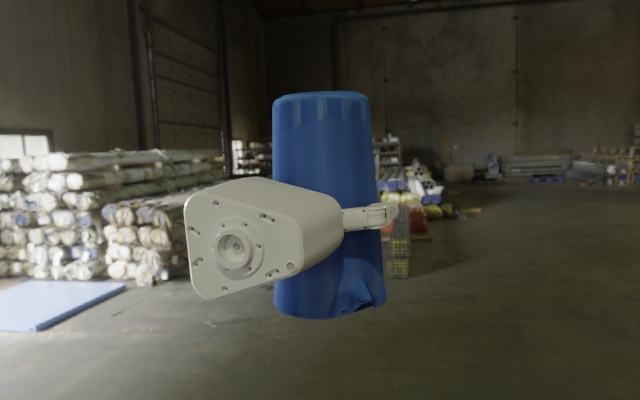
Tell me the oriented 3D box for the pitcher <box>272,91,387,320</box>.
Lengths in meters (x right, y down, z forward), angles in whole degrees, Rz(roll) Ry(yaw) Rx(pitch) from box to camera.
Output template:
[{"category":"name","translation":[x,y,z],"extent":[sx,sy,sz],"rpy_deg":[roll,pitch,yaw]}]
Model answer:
[{"category":"pitcher","translation":[0.000,0.002,0.557],"extent":[0.149,0.243,0.145],"rpy_deg":[0,8,18]}]
